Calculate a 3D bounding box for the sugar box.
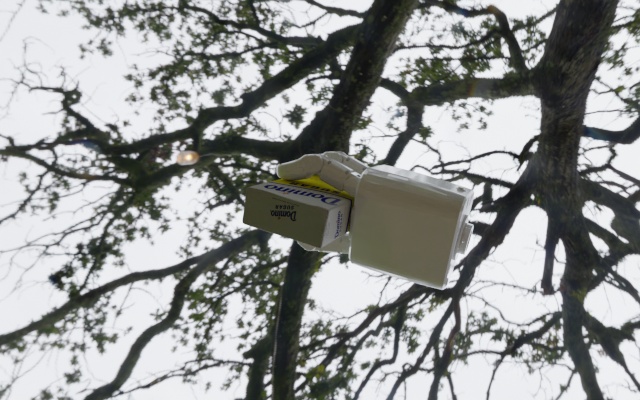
[{"bbox_3d":[0.000,0.001,0.537,0.093,0.048,0.176,16,13,21],"label":"sugar box"}]
